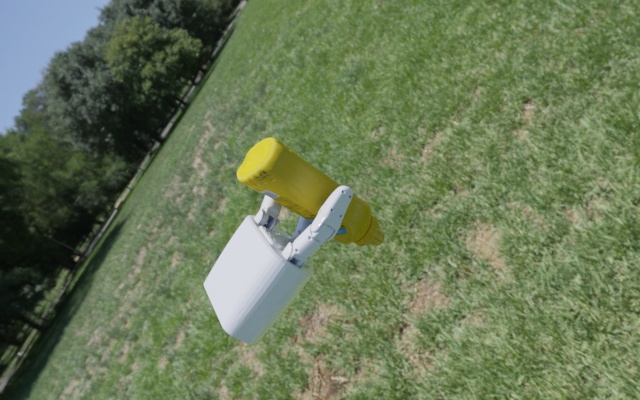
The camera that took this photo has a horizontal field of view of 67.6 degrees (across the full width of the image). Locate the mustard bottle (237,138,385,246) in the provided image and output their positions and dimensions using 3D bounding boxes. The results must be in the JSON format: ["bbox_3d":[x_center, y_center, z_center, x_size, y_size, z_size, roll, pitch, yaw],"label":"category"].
[{"bbox_3d":[0.000,0.001,0.560,0.192,0.058,0.096,33,-17,-22],"label":"mustard bottle"}]
